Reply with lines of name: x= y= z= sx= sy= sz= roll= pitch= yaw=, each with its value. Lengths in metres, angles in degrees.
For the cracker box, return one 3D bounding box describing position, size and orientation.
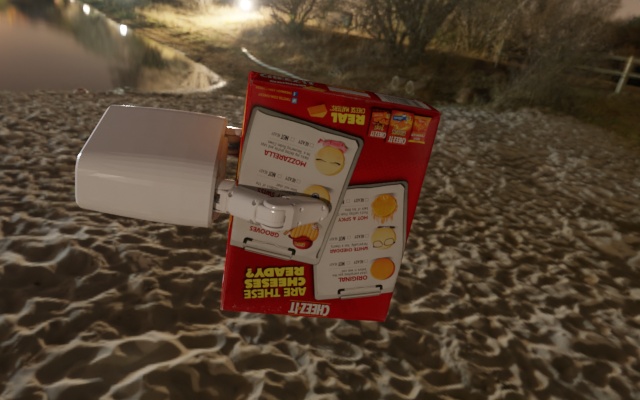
cracker box: x=0.000 y=0.001 z=0.448 sx=0.164 sy=0.214 sz=0.072 roll=7 pitch=21 yaw=-11
